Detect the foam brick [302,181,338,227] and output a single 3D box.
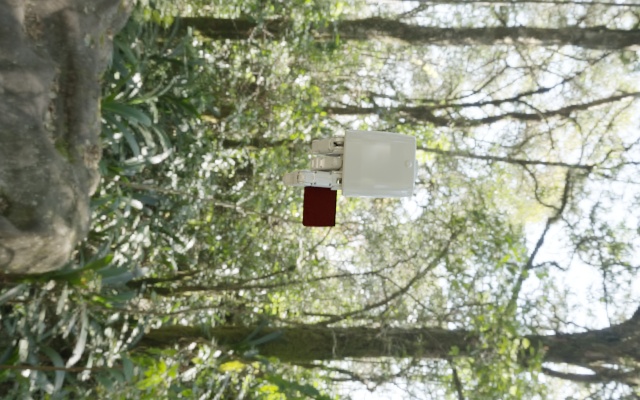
[{"bbox_3d":[0.000,0.003,0.737,0.051,0.078,0.053,3,-4,1],"label":"foam brick"}]
